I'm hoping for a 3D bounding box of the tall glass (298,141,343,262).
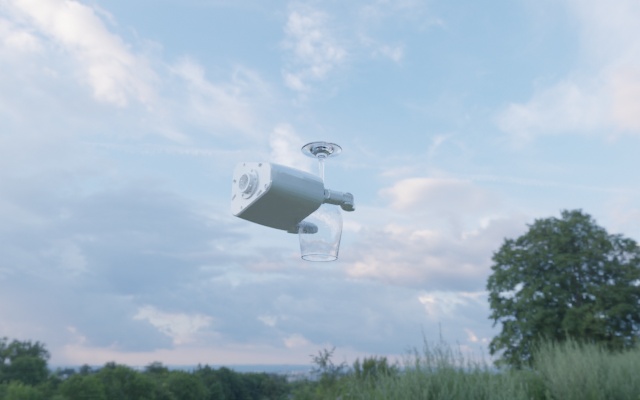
[{"bbox_3d":[0.000,0.002,0.834,0.079,0.201,0.079,1,-18,0],"label":"tall glass"}]
